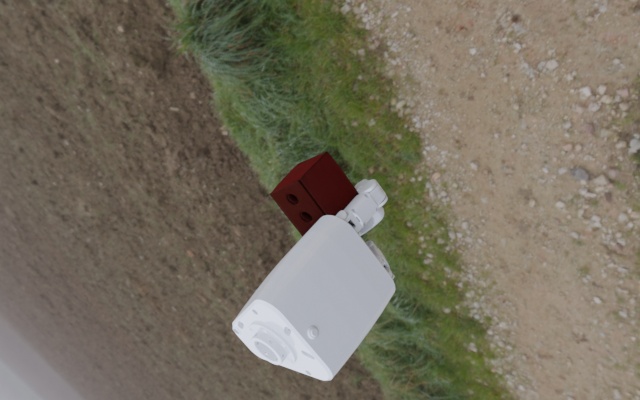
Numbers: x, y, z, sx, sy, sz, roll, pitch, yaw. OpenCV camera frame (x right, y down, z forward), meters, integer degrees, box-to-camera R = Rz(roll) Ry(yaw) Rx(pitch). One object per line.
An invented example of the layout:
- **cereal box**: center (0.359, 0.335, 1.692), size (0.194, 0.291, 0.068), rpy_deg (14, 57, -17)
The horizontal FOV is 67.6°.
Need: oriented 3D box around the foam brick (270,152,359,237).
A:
- **foam brick**: center (0.000, 0.001, 0.469), size (0.053, 0.078, 0.051), rpy_deg (-20, 22, 52)
